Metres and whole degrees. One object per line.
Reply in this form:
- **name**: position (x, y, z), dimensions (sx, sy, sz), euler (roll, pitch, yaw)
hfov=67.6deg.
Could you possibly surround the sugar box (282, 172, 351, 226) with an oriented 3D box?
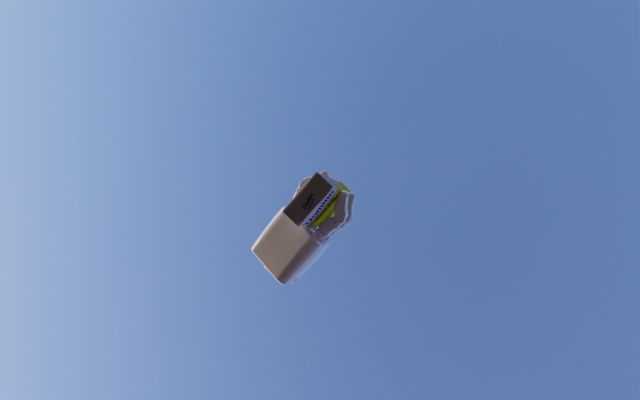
- **sugar box**: position (0.000, 0.003, 0.876), dimensions (0.048, 0.093, 0.176), euler (43, 9, 11)
